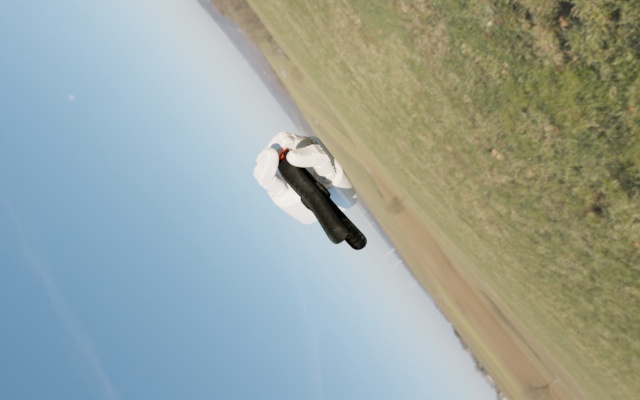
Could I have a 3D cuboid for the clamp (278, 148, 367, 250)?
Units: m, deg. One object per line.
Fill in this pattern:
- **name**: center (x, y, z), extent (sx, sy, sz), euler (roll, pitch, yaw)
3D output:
- **clamp**: center (-0.001, 0.002, 0.643), extent (0.039, 0.171, 0.120), euler (-37, -28, 3)
